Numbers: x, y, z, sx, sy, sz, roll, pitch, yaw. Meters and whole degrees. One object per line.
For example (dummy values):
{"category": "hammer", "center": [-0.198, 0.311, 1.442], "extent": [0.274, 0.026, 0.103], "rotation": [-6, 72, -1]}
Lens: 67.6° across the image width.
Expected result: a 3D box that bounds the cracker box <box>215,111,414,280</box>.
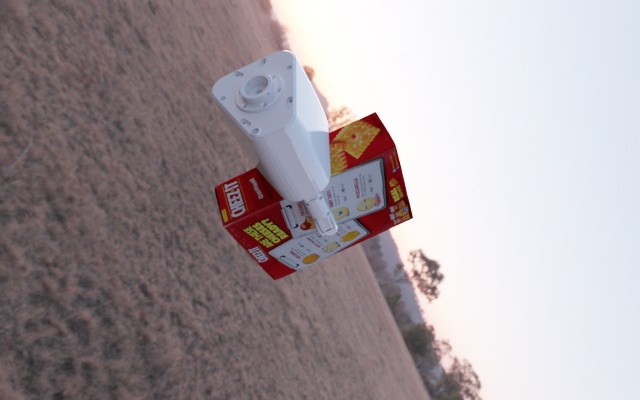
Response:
{"category": "cracker box", "center": [0.000, 0.002, 0.608], "extent": [0.214, 0.072, 0.164], "rotation": [-24, -36, 3]}
